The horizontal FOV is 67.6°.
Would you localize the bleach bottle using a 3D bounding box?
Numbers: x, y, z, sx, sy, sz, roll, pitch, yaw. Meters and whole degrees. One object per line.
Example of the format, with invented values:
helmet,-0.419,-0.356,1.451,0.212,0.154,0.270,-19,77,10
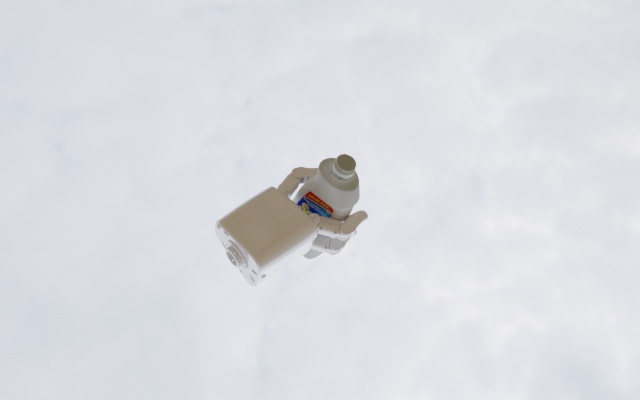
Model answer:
bleach bottle,0.000,0.003,0.755,0.068,0.102,0.251,-34,-15,-29
